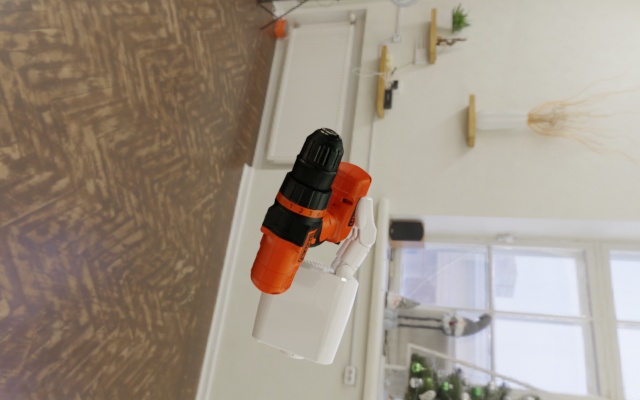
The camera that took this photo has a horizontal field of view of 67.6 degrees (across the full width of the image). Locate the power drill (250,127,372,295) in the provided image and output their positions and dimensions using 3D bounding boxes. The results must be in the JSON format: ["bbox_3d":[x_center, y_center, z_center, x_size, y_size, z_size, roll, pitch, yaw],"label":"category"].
[{"bbox_3d":[0.000,0.002,0.546,0.057,0.184,0.187,30,19,16],"label":"power drill"}]
